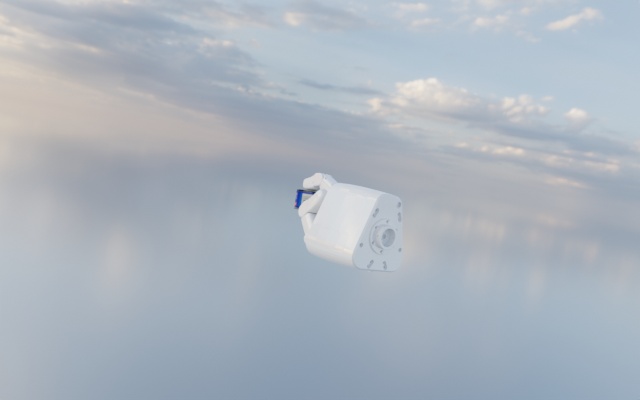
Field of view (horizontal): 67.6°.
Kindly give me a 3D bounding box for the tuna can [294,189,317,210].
[{"bbox_3d":[0.000,0.002,0.793,0.086,0.034,0.086,7,1,0],"label":"tuna can"}]
